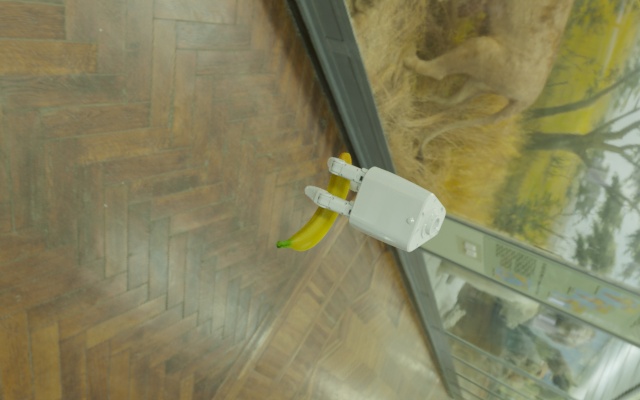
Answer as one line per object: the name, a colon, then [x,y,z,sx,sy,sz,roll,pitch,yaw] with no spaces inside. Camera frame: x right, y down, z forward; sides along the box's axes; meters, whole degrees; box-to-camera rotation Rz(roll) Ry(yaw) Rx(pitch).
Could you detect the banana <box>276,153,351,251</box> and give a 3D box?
banana: [0.006,0.013,0.812,0.037,0.198,0.070,28,-10,34]
